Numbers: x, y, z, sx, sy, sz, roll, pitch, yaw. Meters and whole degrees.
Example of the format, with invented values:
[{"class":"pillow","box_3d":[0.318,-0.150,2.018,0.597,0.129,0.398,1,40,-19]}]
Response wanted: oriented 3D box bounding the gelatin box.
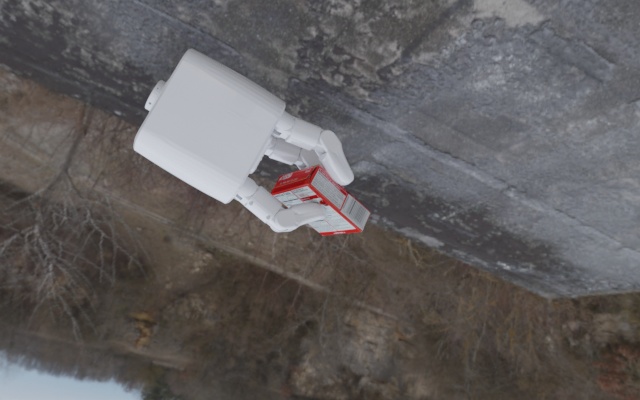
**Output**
[{"class":"gelatin box","box_3d":[0.000,0.002,0.531,0.089,0.030,0.073,41,-29,-25]}]
